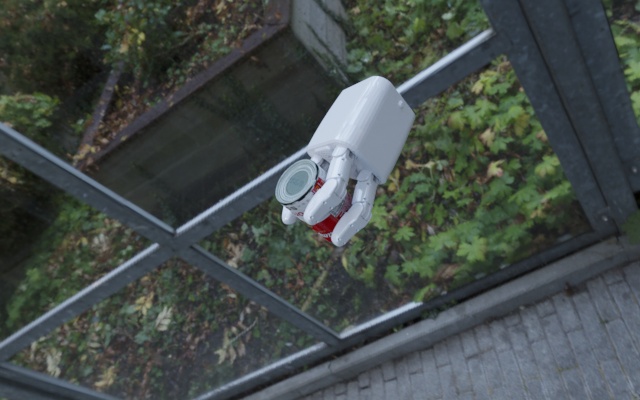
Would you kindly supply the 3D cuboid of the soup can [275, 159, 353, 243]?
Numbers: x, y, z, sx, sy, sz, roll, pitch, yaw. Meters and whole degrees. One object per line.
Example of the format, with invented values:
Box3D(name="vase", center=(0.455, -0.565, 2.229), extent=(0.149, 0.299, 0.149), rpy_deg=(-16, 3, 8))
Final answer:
Box3D(name="soup can", center=(0.000, 0.002, 0.611), extent=(0.068, 0.068, 0.102), rpy_deg=(0, -31, 44))
